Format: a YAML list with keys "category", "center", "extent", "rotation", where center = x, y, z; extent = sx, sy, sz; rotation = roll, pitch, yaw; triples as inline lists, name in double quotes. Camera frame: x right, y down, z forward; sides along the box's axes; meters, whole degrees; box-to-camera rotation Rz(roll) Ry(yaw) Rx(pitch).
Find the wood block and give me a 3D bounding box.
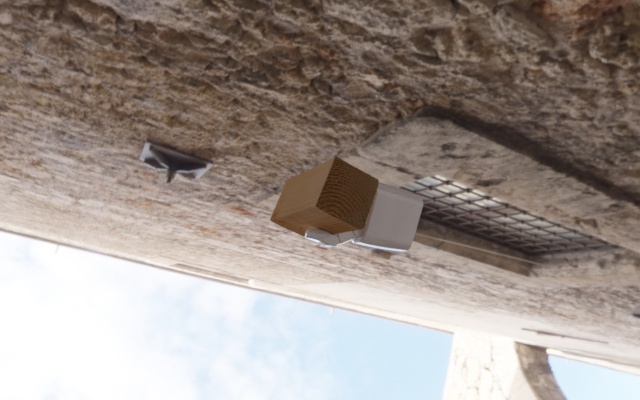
- category: "wood block"
  center: [0.000, 0.003, 0.831]
  extent: [0.090, 0.090, 0.206]
  rotation: [27, -19, -20]
